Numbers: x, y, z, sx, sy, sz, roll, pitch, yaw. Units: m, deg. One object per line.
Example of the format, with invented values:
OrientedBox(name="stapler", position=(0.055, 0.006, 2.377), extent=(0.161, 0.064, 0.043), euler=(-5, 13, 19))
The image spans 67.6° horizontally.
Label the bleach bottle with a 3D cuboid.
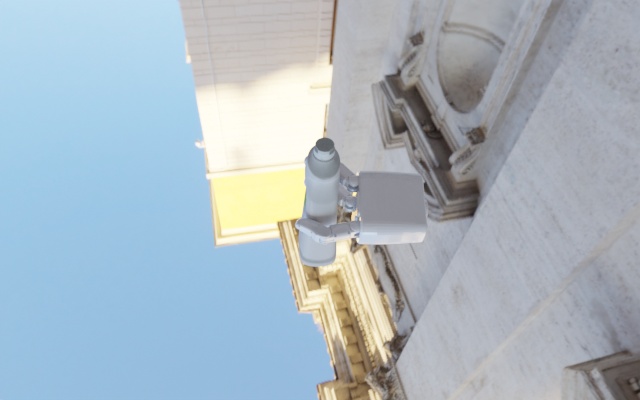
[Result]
OrientedBox(name="bleach bottle", position=(0.000, 0.002, 0.776), extent=(0.068, 0.102, 0.251), euler=(-1, -37, -4))
